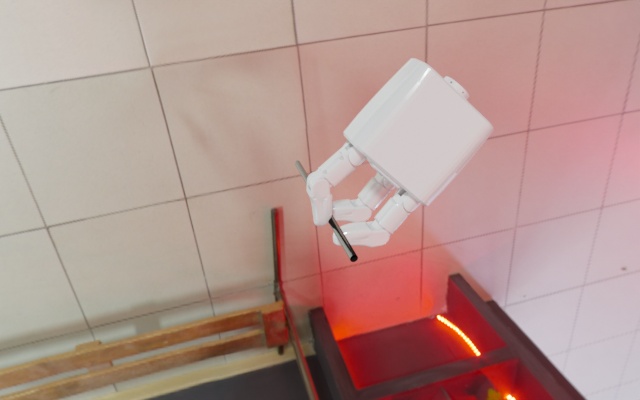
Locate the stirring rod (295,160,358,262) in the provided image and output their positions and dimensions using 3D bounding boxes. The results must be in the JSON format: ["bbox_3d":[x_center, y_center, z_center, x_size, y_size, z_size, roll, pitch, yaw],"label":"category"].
[{"bbox_3d":[0.000,0.002,0.556,0.011,0.011,0.239,0,26,-17],"label":"stirring rod"}]
